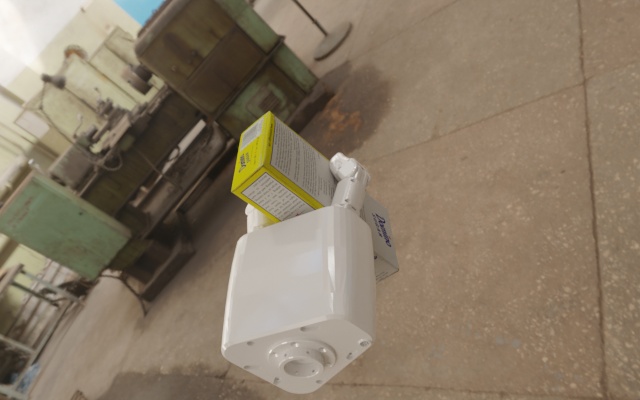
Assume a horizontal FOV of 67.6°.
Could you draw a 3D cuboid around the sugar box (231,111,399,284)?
[{"bbox_3d":[0.000,0.002,0.455,0.048,0.093,0.176,-35,-58,25],"label":"sugar box"}]
